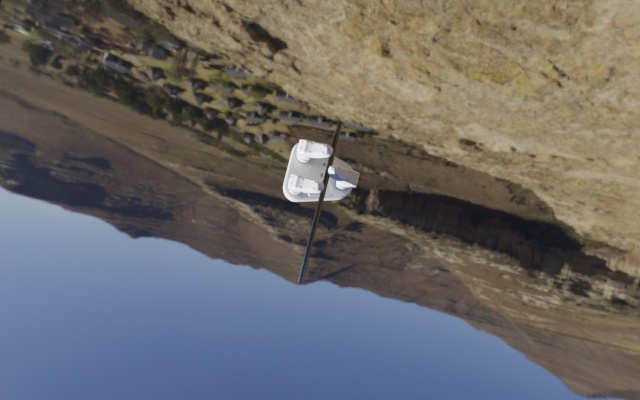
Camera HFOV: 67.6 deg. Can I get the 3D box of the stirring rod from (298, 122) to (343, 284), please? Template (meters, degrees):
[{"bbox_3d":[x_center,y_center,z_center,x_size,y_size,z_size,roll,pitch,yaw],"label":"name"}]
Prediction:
[{"bbox_3d":[0.000,0.002,0.695,0.011,0.239,0.011,14,-4,1],"label":"stirring rod"}]
